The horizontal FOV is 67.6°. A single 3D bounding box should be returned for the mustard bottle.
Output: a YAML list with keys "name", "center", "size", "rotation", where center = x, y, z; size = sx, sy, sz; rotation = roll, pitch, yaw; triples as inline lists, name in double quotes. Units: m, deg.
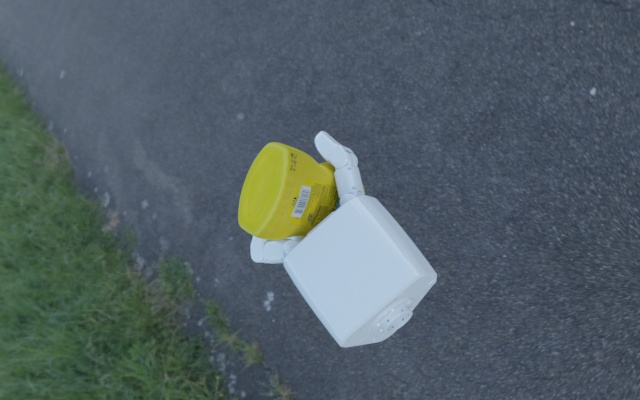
- name: "mustard bottle"
  center: [0.000, 0.002, 0.540]
  size: [0.058, 0.096, 0.191]
  rotation: [23, 7, 39]
